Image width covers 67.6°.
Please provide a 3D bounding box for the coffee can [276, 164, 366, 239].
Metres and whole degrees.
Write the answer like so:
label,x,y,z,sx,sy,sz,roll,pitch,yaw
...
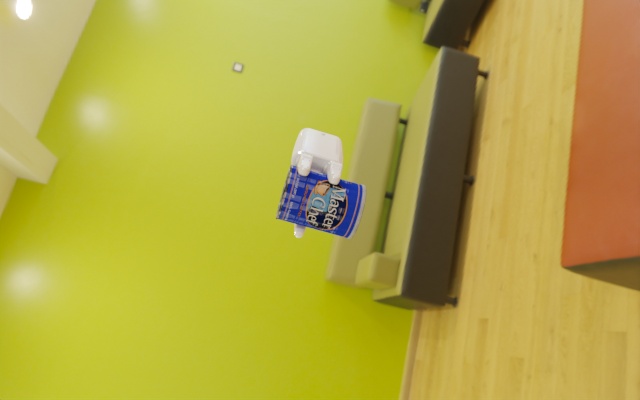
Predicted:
label,x,y,z,sx,sy,sz,roll,pitch,yaw
coffee can,0.000,0.003,0.863,0.140,0.103,0.103,16,-2,-7
